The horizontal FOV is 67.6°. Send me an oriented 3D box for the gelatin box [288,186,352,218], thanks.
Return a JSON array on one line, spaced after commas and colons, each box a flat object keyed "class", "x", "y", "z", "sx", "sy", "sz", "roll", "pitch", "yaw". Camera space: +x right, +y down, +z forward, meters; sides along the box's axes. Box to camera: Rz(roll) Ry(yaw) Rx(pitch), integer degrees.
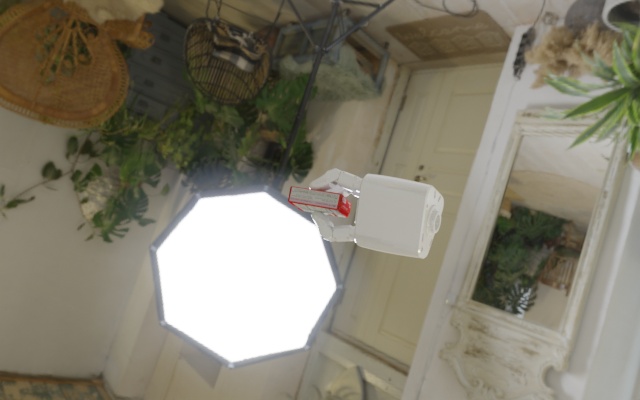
[{"class": "gelatin box", "x": 0.000, "y": 0.003, "z": 0.787, "sx": 0.089, "sy": 0.030, "sz": 0.073, "roll": 8, "pitch": -9, "yaw": 17}]
